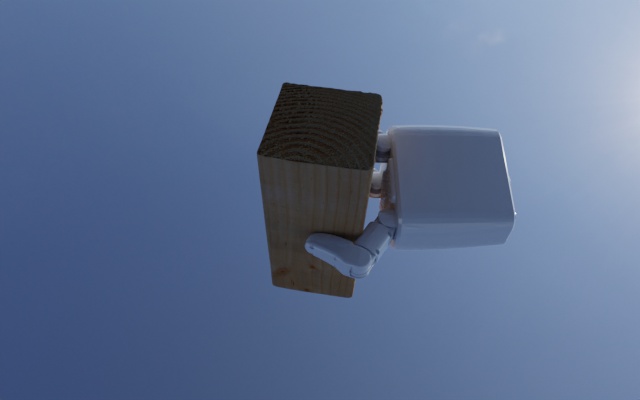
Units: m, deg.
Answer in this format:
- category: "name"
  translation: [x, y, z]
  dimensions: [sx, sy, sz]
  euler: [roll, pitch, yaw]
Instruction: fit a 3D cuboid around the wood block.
- category: "wood block"
  translation: [0.000, 0.002, 0.460]
  dimensions: [0.090, 0.090, 0.206]
  euler: [8, -38, 5]
